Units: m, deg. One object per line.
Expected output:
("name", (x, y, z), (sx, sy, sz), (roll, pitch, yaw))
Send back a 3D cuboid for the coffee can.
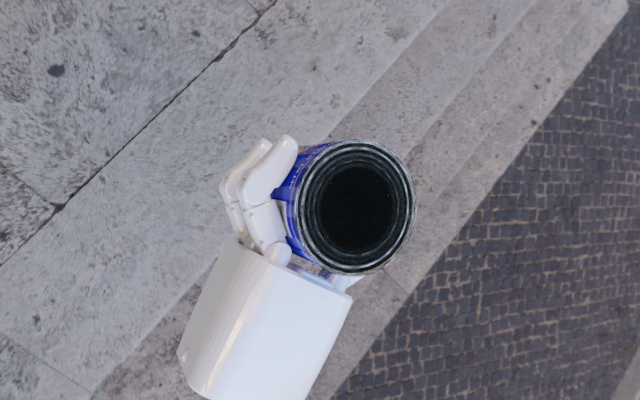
("coffee can", (0.000, 0.001, 0.413), (0.103, 0.103, 0.140), (0, 4, -24))
